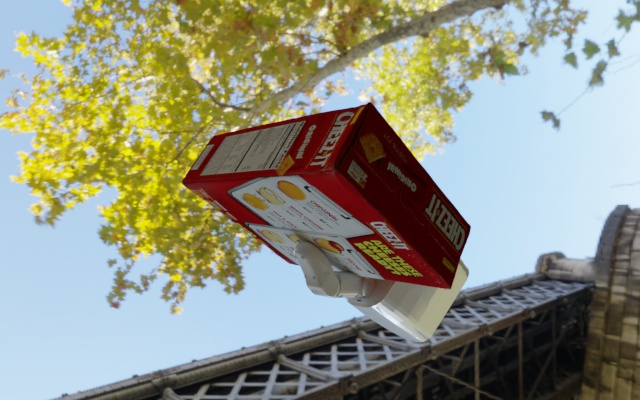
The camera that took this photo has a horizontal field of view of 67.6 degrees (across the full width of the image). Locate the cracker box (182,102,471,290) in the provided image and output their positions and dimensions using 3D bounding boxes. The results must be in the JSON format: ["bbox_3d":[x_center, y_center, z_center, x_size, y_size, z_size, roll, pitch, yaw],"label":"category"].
[{"bbox_3d":[0.000,0.002,0.435,0.213,0.072,0.164,-1,-35,47],"label":"cracker box"}]
